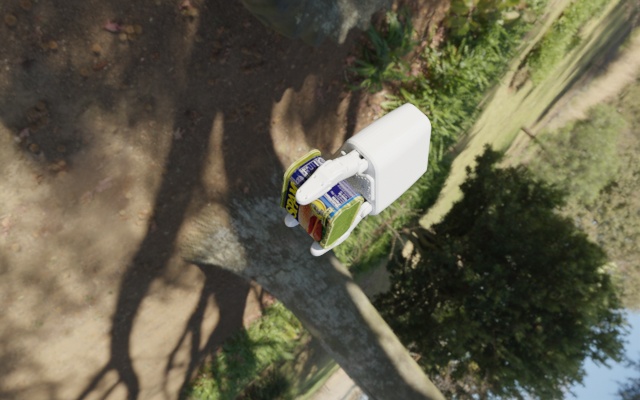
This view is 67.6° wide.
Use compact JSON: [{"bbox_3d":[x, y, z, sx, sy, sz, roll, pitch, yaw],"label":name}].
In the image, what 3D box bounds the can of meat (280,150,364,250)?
[{"bbox_3d":[0.000,0.002,0.589,0.057,0.084,0.102,-36,-19,-26],"label":"can of meat"}]
